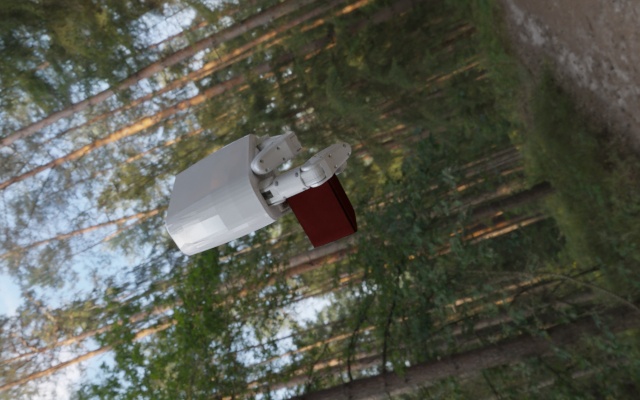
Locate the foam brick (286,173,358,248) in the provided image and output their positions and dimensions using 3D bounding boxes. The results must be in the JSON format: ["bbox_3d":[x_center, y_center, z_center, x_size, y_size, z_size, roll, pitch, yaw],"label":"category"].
[{"bbox_3d":[0.000,0.002,0.520,0.051,0.078,0.053,-25,20,11],"label":"foam brick"}]
